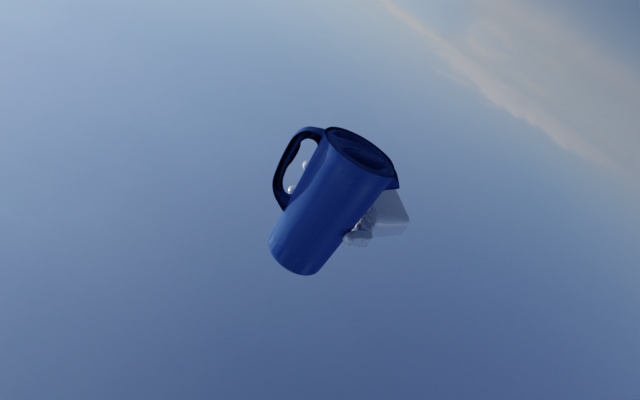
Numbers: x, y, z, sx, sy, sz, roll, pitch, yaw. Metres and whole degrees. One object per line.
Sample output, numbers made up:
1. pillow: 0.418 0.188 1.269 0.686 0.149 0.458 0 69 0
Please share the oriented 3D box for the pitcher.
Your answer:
1. pitcher: 0.000 0.003 0.799 0.145 0.243 0.149 3 39 -46
